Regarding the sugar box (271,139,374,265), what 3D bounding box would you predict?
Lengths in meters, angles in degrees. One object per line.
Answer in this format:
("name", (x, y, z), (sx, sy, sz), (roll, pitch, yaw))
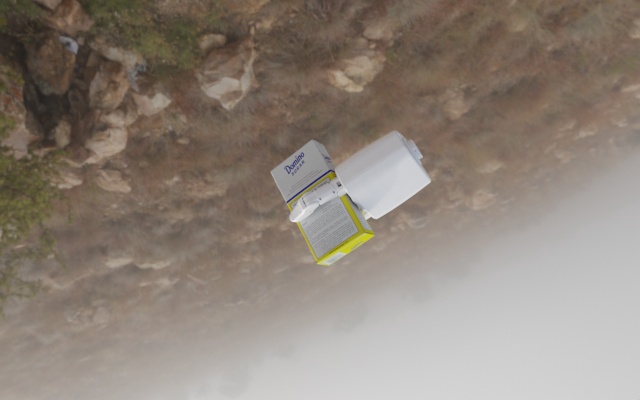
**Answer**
("sugar box", (0.001, 0.003, 0.744), (0.093, 0.176, 0.048), (-35, -25, 18))
